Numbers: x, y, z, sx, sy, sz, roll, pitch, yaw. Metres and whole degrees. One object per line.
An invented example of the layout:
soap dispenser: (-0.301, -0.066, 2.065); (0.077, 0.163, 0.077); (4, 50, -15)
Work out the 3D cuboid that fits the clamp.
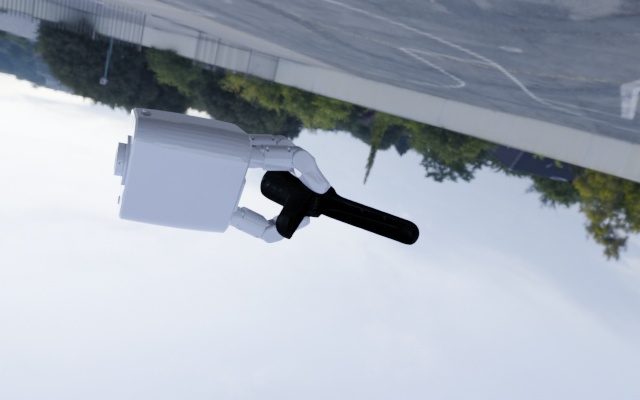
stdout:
clamp: (-0.001, 0.002, 0.540); (0.164, 0.036, 0.210); (9, 14, -26)
